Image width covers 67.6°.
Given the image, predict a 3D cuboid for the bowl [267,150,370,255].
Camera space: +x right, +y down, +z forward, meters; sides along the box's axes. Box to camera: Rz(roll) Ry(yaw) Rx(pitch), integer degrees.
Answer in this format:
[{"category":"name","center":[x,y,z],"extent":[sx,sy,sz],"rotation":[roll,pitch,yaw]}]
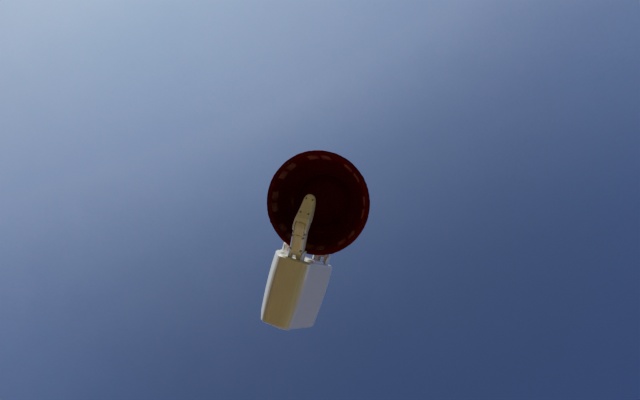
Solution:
[{"category":"bowl","center":[0.001,0.001,0.752],"extent":[0.162,0.162,0.055],"rotation":[0,4,13]}]
